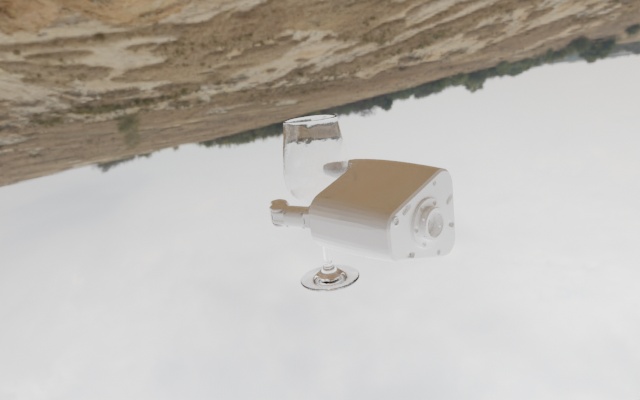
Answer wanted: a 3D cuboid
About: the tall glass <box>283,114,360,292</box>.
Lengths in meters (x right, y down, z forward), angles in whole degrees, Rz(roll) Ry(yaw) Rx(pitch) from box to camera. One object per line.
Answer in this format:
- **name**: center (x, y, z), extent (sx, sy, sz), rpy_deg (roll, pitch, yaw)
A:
- **tall glass**: center (0.000, 0.003, 0.569), extent (0.079, 0.201, 0.079), rpy_deg (-7, 15, 2)
